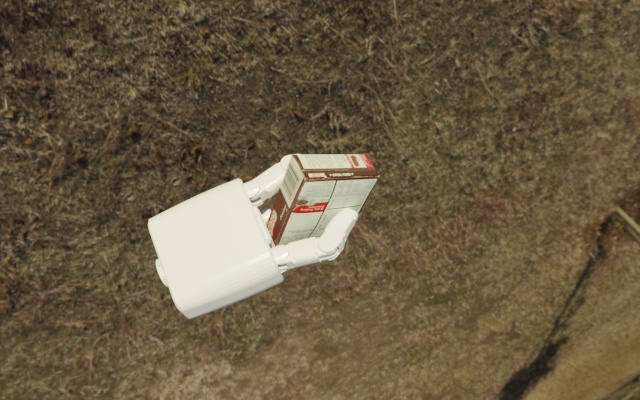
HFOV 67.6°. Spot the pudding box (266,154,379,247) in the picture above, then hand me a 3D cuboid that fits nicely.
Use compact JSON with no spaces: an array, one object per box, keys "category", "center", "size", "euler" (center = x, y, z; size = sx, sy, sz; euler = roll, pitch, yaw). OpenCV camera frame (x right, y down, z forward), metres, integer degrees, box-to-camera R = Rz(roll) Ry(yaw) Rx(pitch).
[{"category":"pudding box","center":[0.000,0.002,0.513],"size":[0.090,0.039,0.114],"euler":[-4,-39,-28]}]
